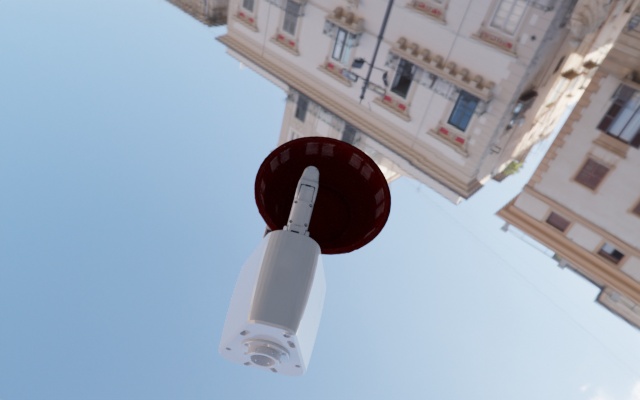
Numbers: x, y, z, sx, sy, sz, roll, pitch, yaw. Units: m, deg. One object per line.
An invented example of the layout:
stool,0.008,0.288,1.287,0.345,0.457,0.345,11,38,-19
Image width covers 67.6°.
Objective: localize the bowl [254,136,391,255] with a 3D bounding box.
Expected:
bowl,0.001,0.001,0.577,0.162,0.162,0.055,0,-30,-11
